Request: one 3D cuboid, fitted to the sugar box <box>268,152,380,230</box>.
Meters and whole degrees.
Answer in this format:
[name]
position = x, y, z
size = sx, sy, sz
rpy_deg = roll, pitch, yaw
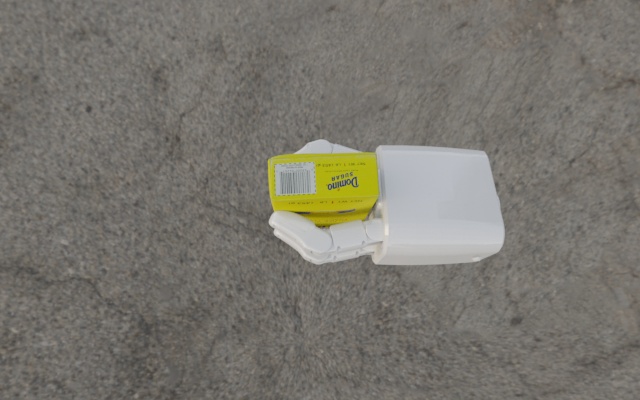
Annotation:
[sugar box]
position = 0.000, 0.002, 0.479
size = 0.093, 0.048, 0.176
rpy_deg = -2, -16, -2
